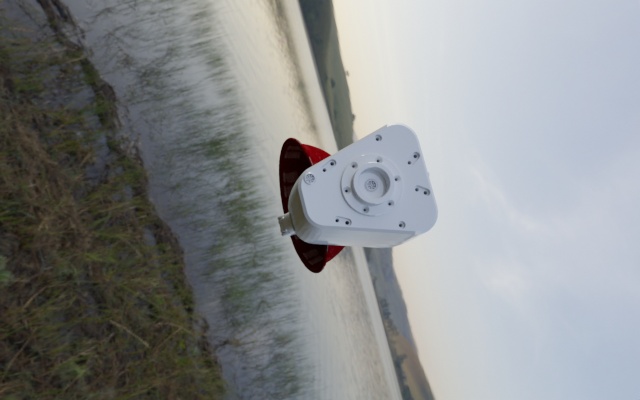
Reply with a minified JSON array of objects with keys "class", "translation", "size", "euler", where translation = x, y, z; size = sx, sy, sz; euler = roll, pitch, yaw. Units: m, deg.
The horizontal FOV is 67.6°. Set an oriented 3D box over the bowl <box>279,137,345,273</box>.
[{"class":"bowl","translation":[0.000,0.002,0.571],"size":[0.055,0.162,0.162],"euler":[-12,4,-20]}]
